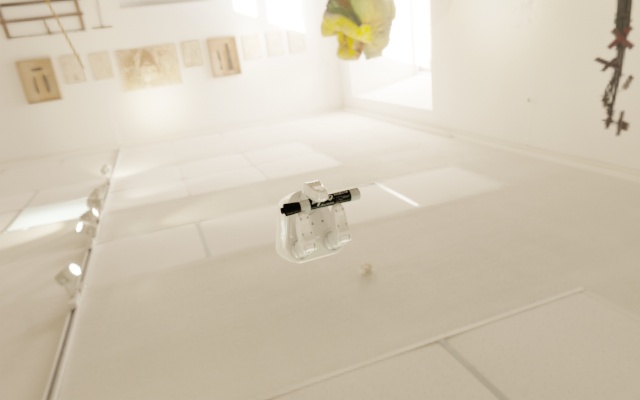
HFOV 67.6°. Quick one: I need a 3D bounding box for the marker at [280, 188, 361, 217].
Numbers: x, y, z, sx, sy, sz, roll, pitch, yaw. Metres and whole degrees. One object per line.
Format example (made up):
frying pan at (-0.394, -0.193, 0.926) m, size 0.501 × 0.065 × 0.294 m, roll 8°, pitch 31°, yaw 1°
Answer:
marker at (0.000, 0.002, 0.694) m, size 0.121 × 0.020 × 0.020 m, roll -13°, pitch 4°, yaw -17°
